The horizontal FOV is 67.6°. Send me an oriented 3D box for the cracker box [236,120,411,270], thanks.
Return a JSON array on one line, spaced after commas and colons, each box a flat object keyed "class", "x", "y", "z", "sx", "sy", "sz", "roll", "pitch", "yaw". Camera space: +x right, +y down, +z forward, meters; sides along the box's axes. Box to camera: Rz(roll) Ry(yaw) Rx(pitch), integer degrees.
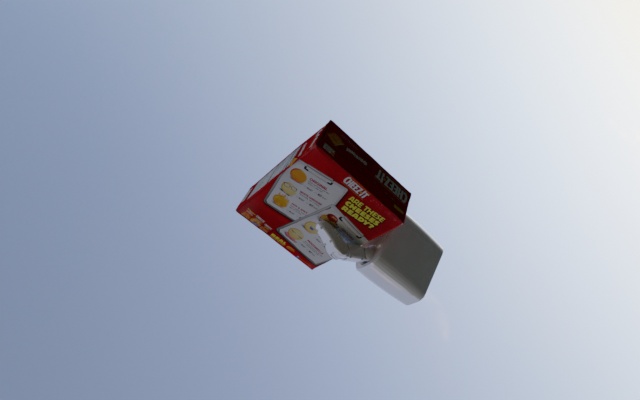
[{"class": "cracker box", "x": 0.000, "y": 0.003, "z": 0.710, "sx": 0.164, "sy": 0.072, "sz": 0.214, "roll": 40, "pitch": -44, "yaw": -16}]
